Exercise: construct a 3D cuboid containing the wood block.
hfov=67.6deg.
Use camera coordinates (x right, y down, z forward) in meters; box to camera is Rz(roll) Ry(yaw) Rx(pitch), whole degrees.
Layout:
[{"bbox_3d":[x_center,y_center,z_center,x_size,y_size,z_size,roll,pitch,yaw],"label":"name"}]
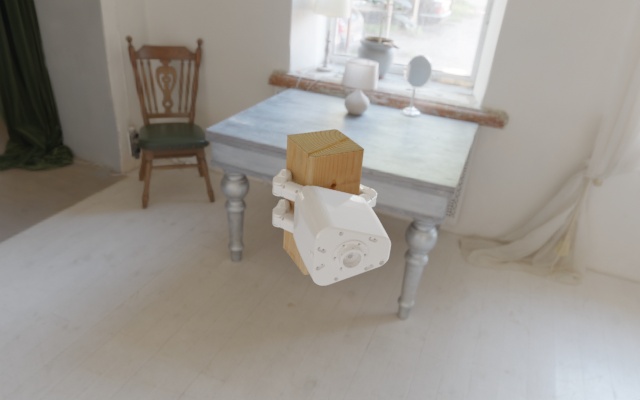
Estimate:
[{"bbox_3d":[0.001,0.003,0.761,0.091,0.206,0.090,-11,33,-26],"label":"wood block"}]
